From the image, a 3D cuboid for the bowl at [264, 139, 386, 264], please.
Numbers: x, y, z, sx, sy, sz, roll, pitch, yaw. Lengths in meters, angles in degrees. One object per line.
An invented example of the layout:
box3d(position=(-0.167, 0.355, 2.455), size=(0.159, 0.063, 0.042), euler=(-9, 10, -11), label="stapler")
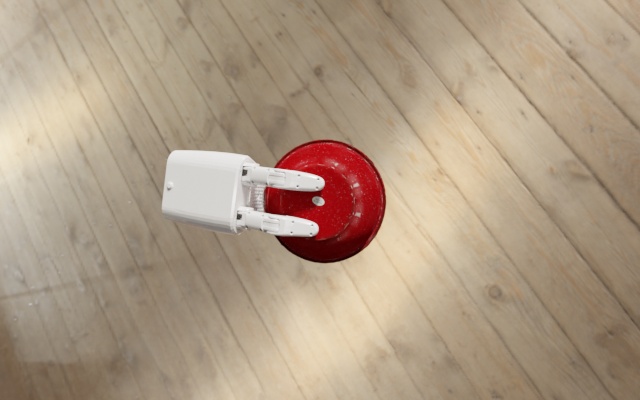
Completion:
box3d(position=(0.001, 0.002, 0.596), size=(0.162, 0.162, 0.055), euler=(0, 1, 10), label="bowl")
